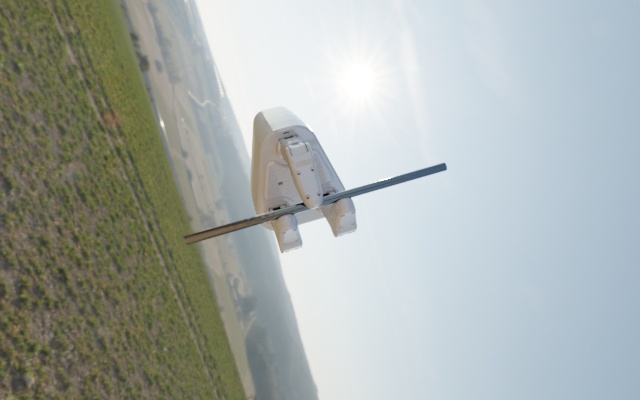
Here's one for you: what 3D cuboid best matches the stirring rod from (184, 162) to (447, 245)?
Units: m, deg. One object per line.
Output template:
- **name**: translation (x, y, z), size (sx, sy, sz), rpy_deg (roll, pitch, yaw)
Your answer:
- **stirring rod**: translation (0.000, 0.001, 0.422), size (0.239, 0.011, 0.011), rpy_deg (-16, 2, -8)
